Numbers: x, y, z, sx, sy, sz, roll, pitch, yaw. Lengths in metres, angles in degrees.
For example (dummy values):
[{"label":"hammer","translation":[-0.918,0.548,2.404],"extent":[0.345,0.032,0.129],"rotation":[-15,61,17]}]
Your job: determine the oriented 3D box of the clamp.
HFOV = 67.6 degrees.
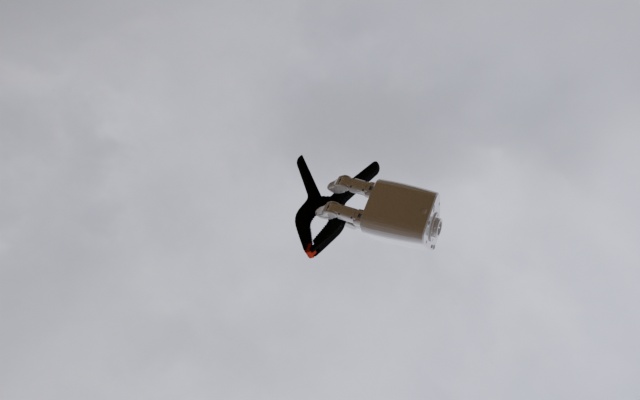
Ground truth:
[{"label":"clamp","translation":[0.000,0.004,0.875],"extent":[0.164,0.210,0.036],"rotation":[13,-25,25]}]
